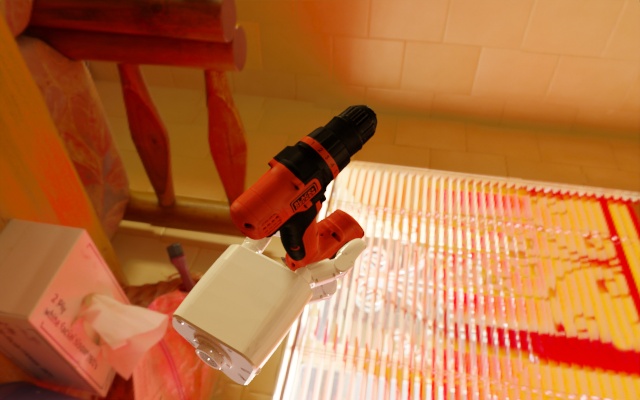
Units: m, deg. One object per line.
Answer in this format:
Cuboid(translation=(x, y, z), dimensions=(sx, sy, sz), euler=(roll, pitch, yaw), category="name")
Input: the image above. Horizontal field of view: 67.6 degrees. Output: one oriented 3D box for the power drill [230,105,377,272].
Cuboid(translation=(0.000, 0.002, 0.536), dimensions=(0.057, 0.184, 0.188), euler=(41, -16, 32), category="power drill")
